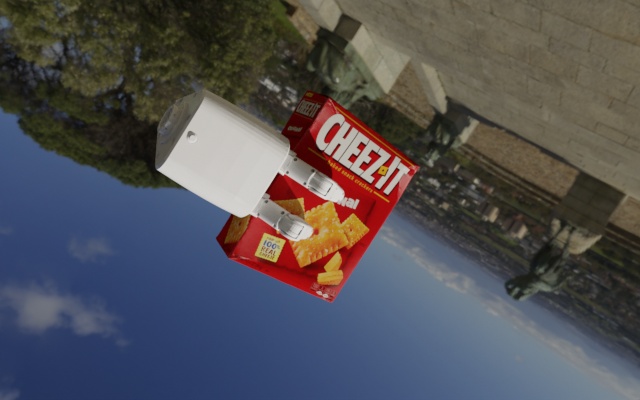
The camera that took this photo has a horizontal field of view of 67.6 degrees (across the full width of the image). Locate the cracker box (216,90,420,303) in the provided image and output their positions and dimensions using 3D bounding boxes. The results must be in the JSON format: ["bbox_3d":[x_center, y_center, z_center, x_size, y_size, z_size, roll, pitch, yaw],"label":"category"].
[{"bbox_3d":[0.000,0.002,0.589,0.164,0.214,0.072,31,3,-31],"label":"cracker box"}]
